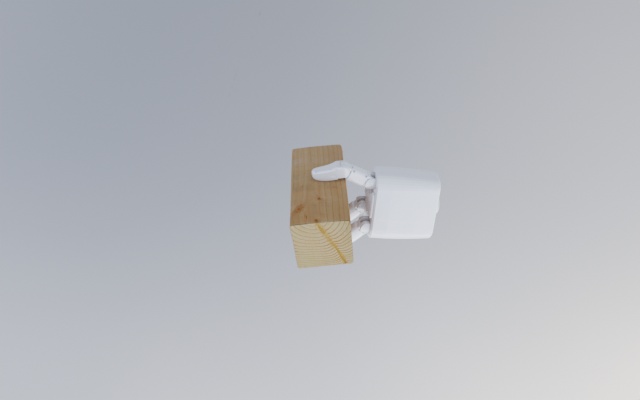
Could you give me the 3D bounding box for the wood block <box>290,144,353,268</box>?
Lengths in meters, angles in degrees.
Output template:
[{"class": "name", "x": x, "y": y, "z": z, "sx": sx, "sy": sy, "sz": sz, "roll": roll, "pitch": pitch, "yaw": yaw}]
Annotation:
[{"class": "wood block", "x": 0.000, "y": 0.002, "z": 0.789, "sx": 0.090, "sy": 0.091, "sz": 0.206, "roll": -5, "pitch": 38, "yaw": 2}]
